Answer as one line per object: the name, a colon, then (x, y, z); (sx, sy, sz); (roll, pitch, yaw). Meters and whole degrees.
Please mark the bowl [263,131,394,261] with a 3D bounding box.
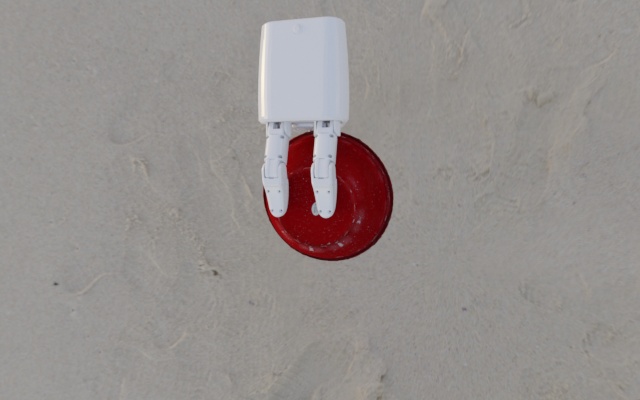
bowl: (0.000, 0.003, 0.549); (0.162, 0.162, 0.055); (0, 13, 15)
